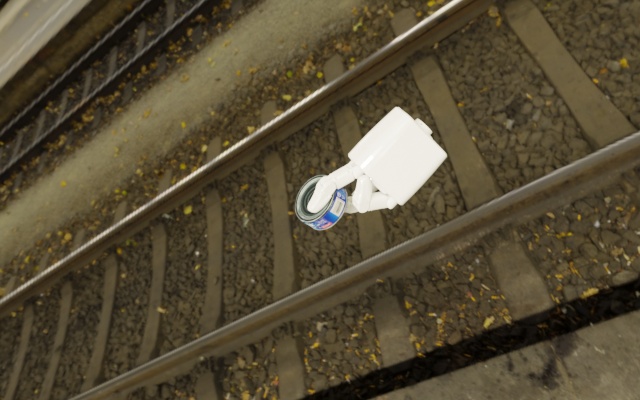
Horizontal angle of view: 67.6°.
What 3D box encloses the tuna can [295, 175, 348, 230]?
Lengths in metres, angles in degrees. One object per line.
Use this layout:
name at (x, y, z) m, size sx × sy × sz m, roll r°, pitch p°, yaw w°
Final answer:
tuna can at (0.000, 0.002, 0.771) m, size 0.086 × 0.086 × 0.034 m, roll 0°, pitch -23°, yaw 44°
